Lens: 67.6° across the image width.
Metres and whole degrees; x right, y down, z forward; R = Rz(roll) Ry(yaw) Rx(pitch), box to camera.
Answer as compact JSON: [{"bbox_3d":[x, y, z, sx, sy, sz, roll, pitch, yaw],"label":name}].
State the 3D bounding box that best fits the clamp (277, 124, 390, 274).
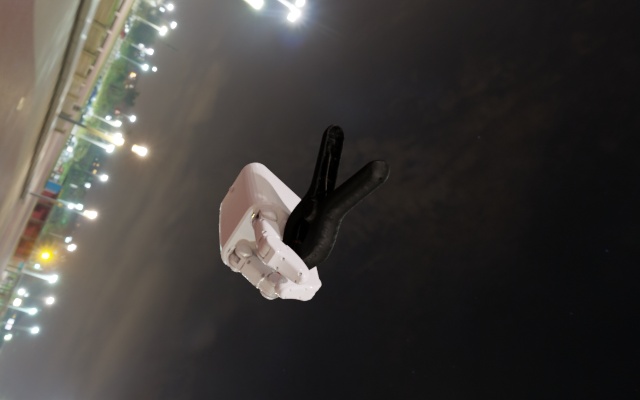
[{"bbox_3d":[0.001,0.002,0.510,0.039,0.171,0.120,25,23,-27],"label":"clamp"}]
